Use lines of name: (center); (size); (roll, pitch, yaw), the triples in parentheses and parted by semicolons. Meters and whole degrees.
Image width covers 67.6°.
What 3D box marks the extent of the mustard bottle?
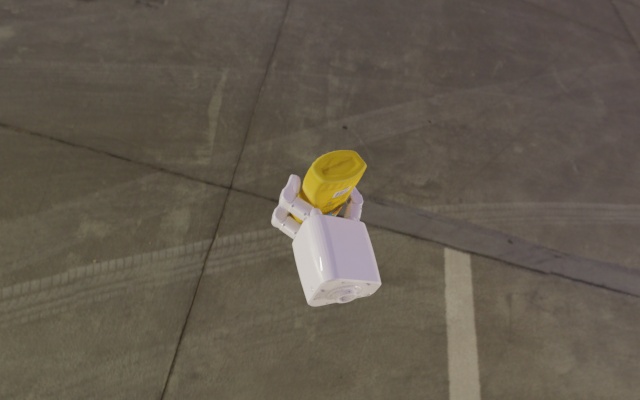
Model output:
mustard bottle: (0.000, 0.002, 0.774); (0.096, 0.058, 0.192); (-25, -23, -34)
